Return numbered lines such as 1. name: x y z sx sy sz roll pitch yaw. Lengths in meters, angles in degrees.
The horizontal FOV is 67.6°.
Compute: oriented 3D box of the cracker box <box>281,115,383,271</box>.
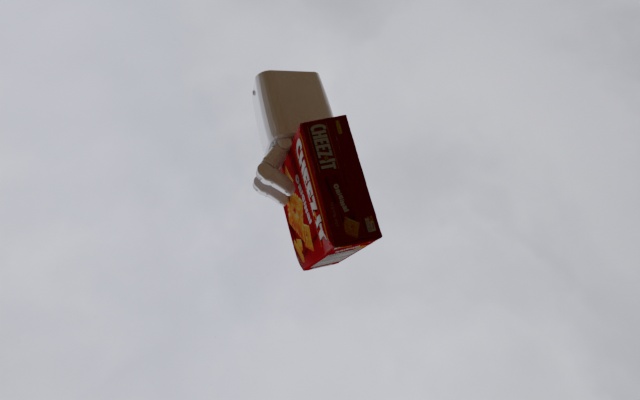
1. cracker box: 0.000 0.002 0.672 0.072 0.164 0.214 -13 -12 -15
